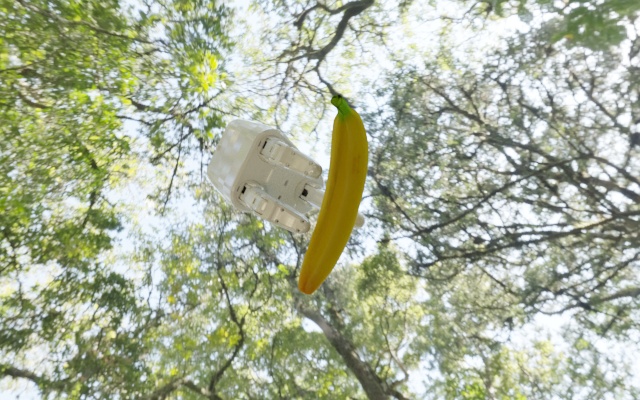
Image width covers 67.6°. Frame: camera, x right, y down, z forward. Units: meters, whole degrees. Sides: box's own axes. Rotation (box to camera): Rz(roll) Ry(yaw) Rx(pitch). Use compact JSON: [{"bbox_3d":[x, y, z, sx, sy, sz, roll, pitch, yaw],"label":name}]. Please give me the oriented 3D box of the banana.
[{"bbox_3d":[0.013,-0.005,0.463,0.037,0.198,0.069,24,25,38],"label":"banana"}]
